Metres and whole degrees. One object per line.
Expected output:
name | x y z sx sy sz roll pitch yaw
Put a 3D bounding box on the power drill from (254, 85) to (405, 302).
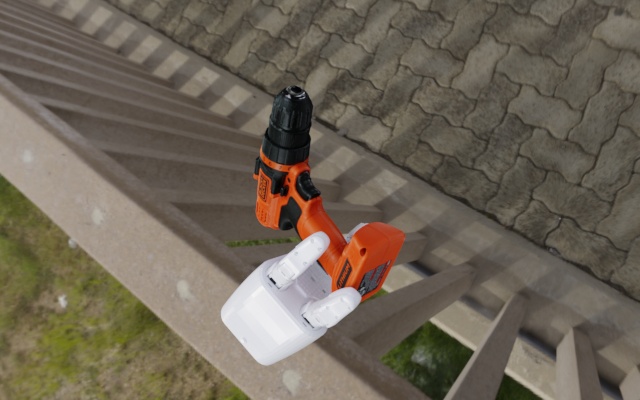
power drill | 0.000 0.002 0.486 0.057 0.185 0.187 -21 54 -30
